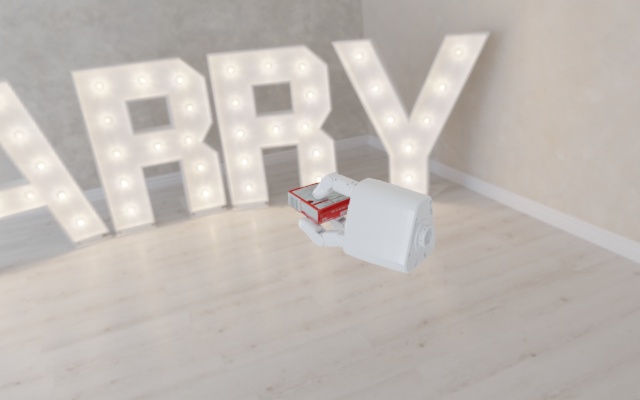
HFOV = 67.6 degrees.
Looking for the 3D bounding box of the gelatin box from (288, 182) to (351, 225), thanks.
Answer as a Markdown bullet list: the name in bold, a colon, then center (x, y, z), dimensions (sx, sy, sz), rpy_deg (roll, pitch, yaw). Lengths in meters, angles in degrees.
- **gelatin box**: center (0.000, 0.002, 0.791), dimensions (0.073, 0.030, 0.089), rpy_deg (-19, 33, -33)
